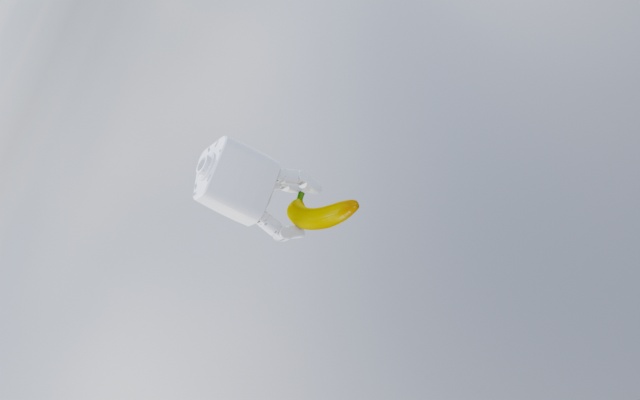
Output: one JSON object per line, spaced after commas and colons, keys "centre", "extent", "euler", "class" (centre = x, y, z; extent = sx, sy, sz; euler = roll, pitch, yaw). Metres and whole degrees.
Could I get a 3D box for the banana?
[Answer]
{"centre": [-0.010, 0.019, 0.809], "extent": [0.037, 0.069, 0.198], "euler": [31, -10, -30], "class": "banana"}
